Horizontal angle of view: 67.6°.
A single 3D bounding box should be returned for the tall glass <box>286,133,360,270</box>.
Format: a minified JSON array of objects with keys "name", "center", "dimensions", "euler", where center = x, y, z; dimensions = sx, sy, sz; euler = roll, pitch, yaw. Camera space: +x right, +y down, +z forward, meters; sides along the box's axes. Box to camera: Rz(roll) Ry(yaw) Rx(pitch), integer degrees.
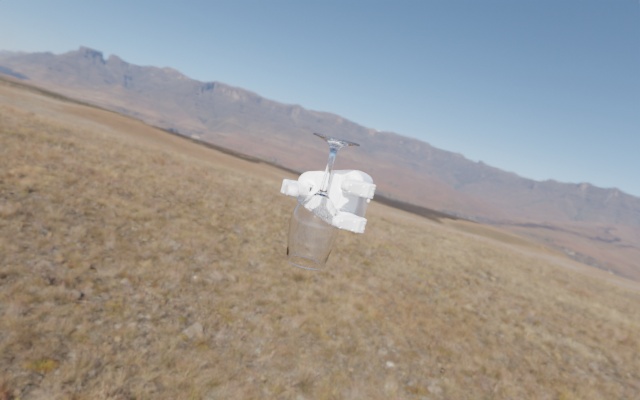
[{"name":"tall glass","center":[0.000,0.002,0.736],"dimensions":[0.079,0.201,0.079],"euler":[14,7,-2]}]
